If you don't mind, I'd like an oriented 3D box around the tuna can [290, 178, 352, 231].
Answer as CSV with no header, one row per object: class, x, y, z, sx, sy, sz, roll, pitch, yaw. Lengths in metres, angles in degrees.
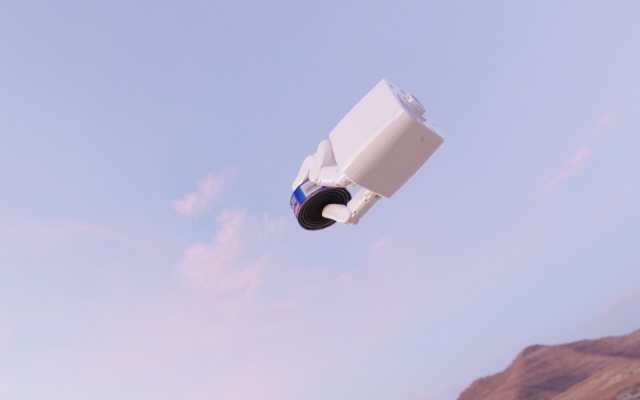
tuna can,0.000,0.002,0.689,0.086,0.086,0.033,0,43,-34
